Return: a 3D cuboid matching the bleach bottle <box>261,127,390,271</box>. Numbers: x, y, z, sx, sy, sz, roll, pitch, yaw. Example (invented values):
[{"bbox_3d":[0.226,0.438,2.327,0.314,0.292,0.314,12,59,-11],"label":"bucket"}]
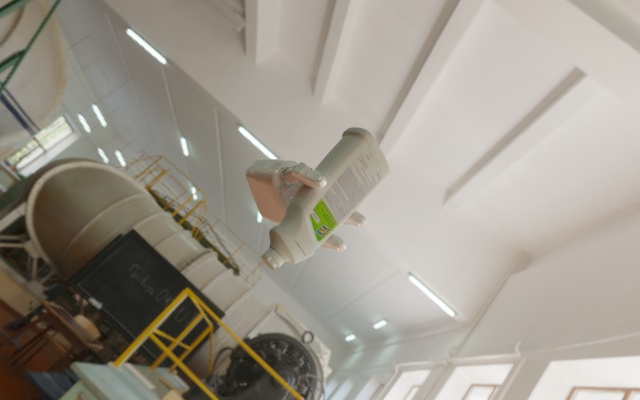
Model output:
[{"bbox_3d":[0.000,0.002,0.738,0.250,0.103,0.068,-46,31,-21],"label":"bleach bottle"}]
